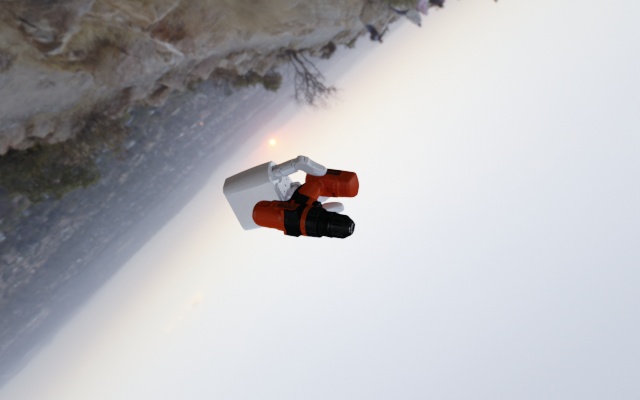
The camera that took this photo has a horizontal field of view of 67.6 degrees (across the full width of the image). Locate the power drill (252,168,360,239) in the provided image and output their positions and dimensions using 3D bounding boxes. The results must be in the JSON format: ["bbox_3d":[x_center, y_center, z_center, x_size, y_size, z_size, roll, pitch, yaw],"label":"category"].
[{"bbox_3d":[0.000,0.003,0.838,0.184,0.057,0.187,10,28,25],"label":"power drill"}]
